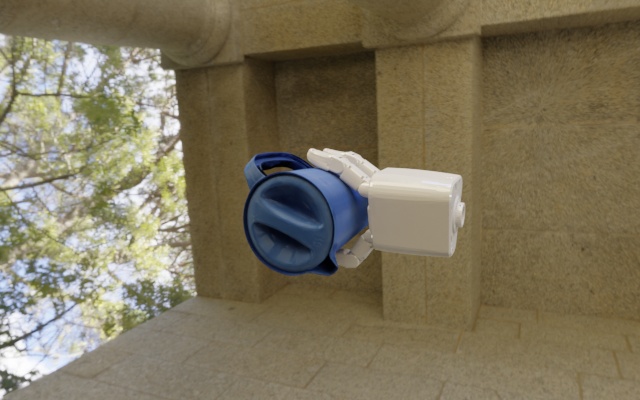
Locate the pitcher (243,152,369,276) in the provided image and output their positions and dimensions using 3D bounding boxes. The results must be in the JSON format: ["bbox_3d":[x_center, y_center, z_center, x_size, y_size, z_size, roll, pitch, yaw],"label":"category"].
[{"bbox_3d":[0.000,0.002,0.699,0.145,0.149,0.243,5,12,24],"label":"pitcher"}]
